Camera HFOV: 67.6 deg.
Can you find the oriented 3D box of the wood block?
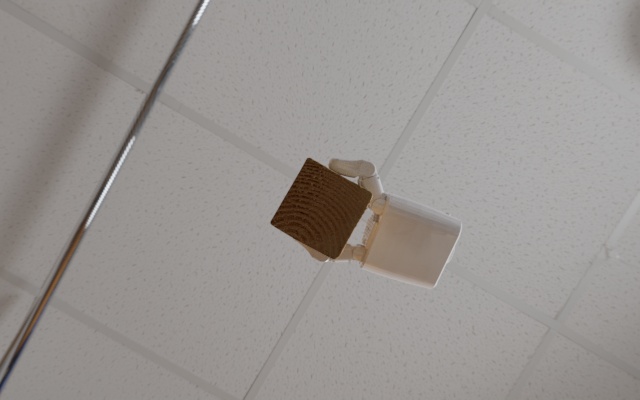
[{"bbox_3d":[0.000,0.003,0.642,0.090,0.091,0.206,29,3,-3],"label":"wood block"}]
